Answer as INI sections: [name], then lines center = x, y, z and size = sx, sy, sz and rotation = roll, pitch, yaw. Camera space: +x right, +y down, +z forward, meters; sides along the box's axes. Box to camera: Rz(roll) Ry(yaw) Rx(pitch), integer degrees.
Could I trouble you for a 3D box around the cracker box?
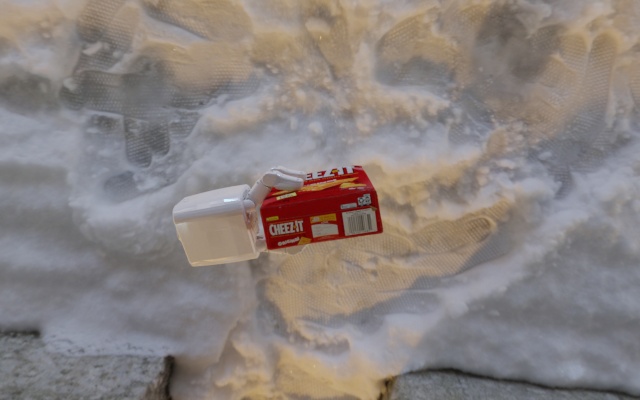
[cracker box]
center = 0.000, 0.003, 0.749
size = 0.164, 0.072, 0.213
rotation = -9, 13, 2
